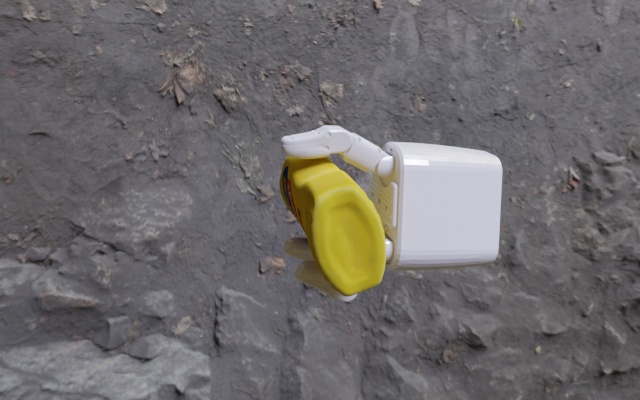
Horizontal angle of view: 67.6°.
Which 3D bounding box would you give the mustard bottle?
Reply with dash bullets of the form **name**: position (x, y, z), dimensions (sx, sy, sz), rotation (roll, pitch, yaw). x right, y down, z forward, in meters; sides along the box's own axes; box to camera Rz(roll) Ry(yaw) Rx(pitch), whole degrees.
- **mustard bottle**: position (0.000, 0.002, 0.444), dimensions (0.058, 0.096, 0.191), rotation (-21, 24, -6)
